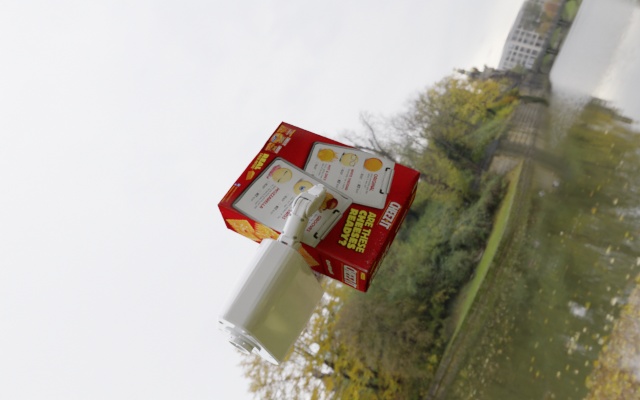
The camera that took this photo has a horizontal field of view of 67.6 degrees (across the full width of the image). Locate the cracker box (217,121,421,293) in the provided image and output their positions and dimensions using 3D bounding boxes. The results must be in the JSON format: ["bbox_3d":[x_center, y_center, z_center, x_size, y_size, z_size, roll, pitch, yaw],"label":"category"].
[{"bbox_3d":[0.000,0.002,0.635,0.213,0.164,0.072,23,-30,18],"label":"cracker box"}]
